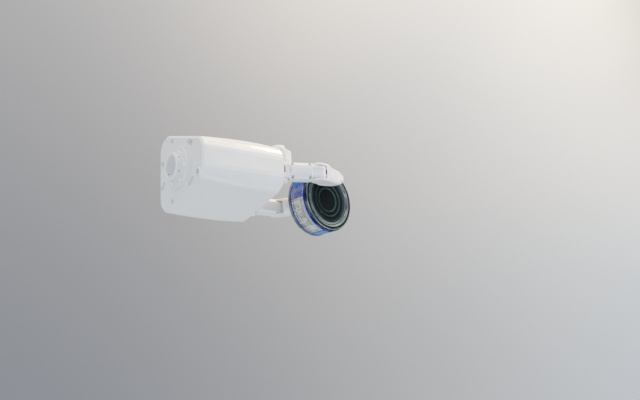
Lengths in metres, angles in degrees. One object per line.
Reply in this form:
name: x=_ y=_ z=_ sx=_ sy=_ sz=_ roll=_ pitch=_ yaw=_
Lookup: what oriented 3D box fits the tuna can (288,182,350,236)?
tuna can: x=0.001 y=0.002 z=0.632 sx=0.034 sy=0.086 sz=0.086 roll=-19 pitch=-13 yaw=42
